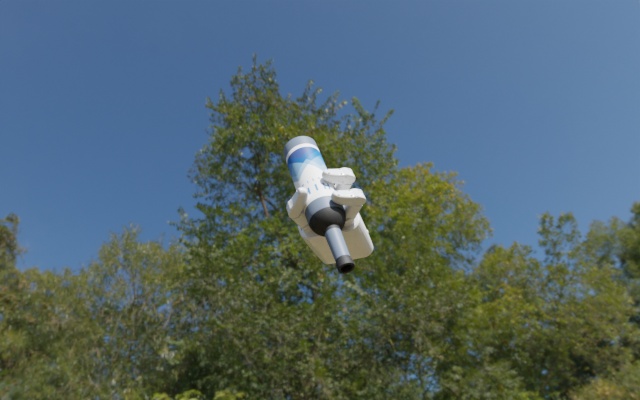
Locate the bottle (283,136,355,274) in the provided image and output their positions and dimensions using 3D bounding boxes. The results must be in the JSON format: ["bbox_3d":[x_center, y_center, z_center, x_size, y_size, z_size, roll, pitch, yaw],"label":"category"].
[{"bbox_3d":[0.000,0.002,0.831,0.069,0.069,0.295,0,44,-22],"label":"bottle"}]
